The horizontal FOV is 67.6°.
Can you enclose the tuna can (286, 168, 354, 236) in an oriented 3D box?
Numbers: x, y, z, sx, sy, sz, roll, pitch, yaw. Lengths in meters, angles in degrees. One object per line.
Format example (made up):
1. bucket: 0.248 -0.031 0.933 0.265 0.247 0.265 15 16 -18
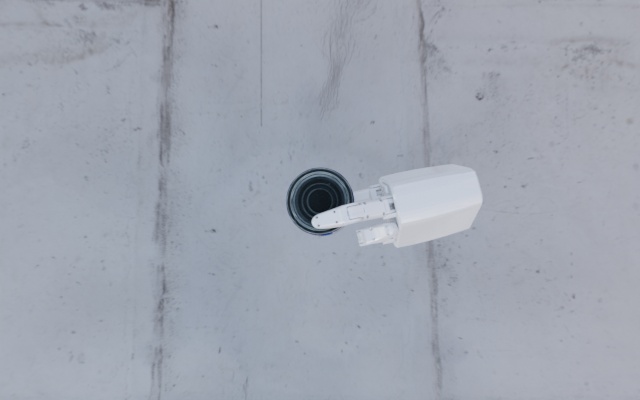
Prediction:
1. tuna can: 0.000 0.002 0.601 0.086 0.086 0.034 0 -5 4
